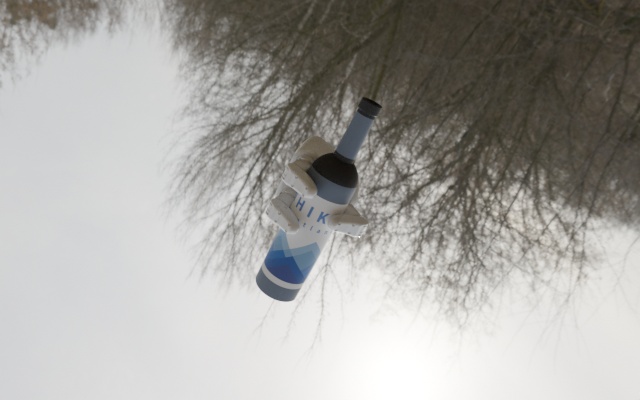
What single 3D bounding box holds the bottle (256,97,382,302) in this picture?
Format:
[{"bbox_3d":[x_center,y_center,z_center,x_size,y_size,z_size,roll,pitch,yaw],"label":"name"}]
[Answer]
[{"bbox_3d":[0.000,0.002,0.633,0.069,0.296,0.069,23,22,-10],"label":"bottle"}]
